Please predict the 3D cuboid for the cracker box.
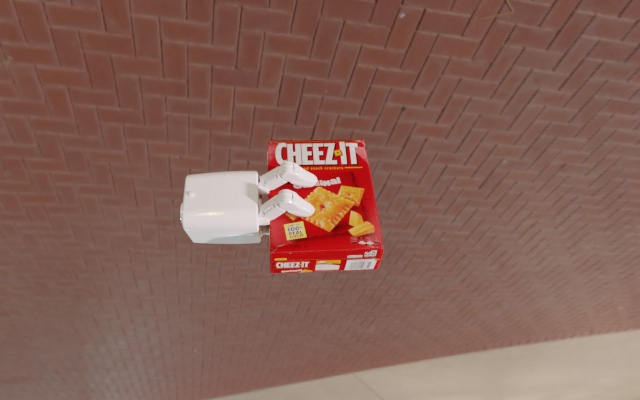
[{"bbox_3d":[0.000,0.003,0.743,0.164,0.213,0.072,-1,-35,-6],"label":"cracker box"}]
